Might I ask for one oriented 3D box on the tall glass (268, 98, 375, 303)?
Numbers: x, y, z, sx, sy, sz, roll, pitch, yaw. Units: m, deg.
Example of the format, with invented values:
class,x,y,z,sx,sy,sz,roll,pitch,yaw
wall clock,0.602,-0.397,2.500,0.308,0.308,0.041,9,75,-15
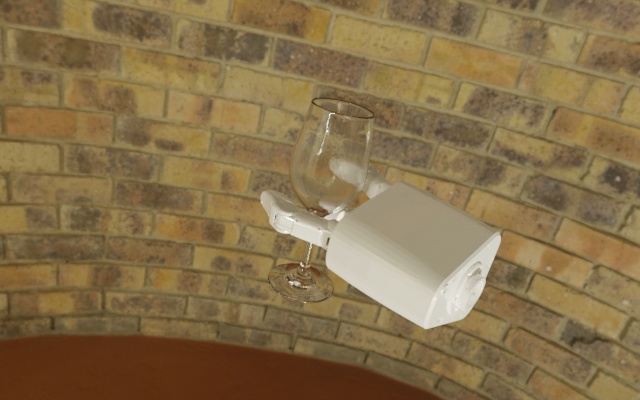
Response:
class,x,y,z,sx,sy,sz,roll,pitch,yaw
tall glass,0.000,0.002,0.487,0.079,0.201,0.079,11,23,-5
